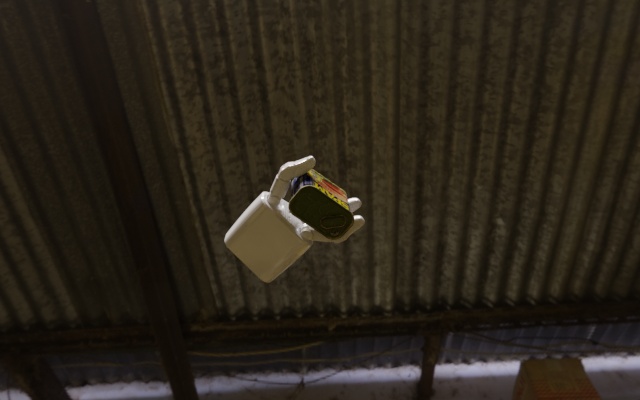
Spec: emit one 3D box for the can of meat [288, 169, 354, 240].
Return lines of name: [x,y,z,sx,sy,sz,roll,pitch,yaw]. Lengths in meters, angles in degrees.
can of meat: [0.000,0.002,0.756,0.102,0.057,0.084,35,19,-17]
